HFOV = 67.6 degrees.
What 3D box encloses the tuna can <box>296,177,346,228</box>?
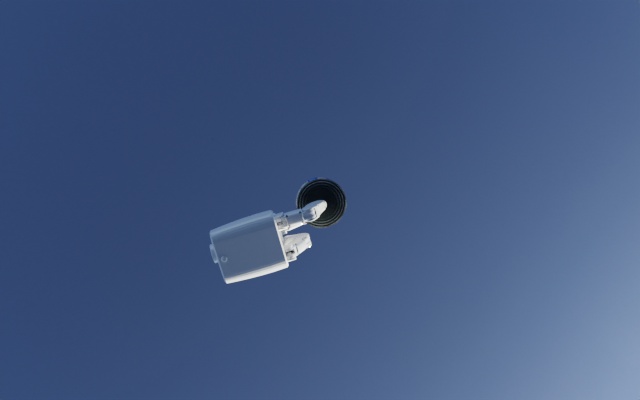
[{"bbox_3d":[0.000,0.003,0.831,0.086,0.086,0.033,0,9,-7],"label":"tuna can"}]
